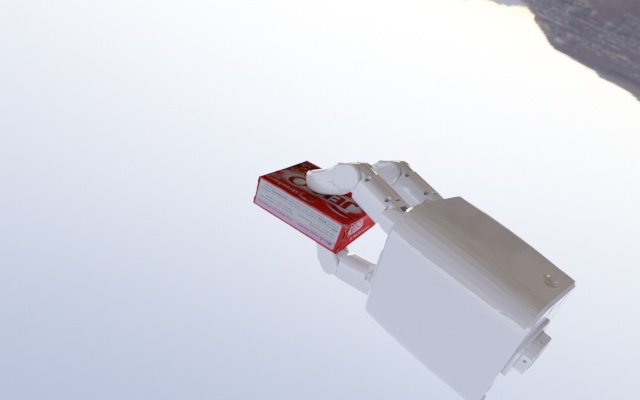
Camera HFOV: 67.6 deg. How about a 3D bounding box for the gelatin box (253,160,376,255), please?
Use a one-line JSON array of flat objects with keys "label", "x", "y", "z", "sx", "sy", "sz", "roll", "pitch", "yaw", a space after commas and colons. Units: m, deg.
[{"label": "gelatin box", "x": 0.000, "y": 0.002, "z": 0.407, "sx": 0.089, "sy": 0.030, "sz": 0.073, "roll": 29, "pitch": 28, "yaw": 22}]
